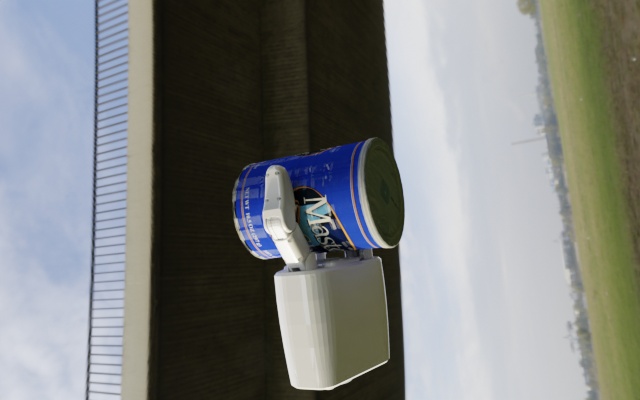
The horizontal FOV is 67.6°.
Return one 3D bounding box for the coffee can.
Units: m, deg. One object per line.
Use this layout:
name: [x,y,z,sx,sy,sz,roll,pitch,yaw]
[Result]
coffee can: [0.000,0.001,0.472,0.140,0.103,0.103,-9,-4,27]
